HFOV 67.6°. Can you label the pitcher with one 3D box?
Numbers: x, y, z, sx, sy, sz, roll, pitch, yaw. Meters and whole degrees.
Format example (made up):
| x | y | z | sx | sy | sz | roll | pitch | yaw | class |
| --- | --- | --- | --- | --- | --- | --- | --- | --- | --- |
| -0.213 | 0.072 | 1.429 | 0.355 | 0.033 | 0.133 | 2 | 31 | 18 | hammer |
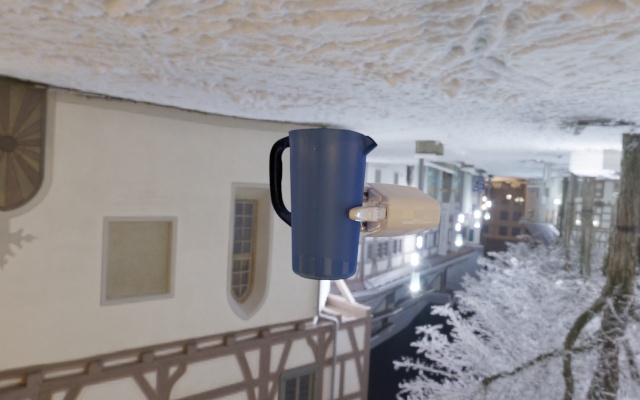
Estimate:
| x | y | z | sx | sy | sz | roll | pitch | yaw | class |
| --- | --- | --- | --- | --- | --- | --- | --- | --- | --- |
| 0.000 | 0.003 | 0.793 | 0.145 | 0.243 | 0.149 | 1 | 2 | -24 | pitcher |
